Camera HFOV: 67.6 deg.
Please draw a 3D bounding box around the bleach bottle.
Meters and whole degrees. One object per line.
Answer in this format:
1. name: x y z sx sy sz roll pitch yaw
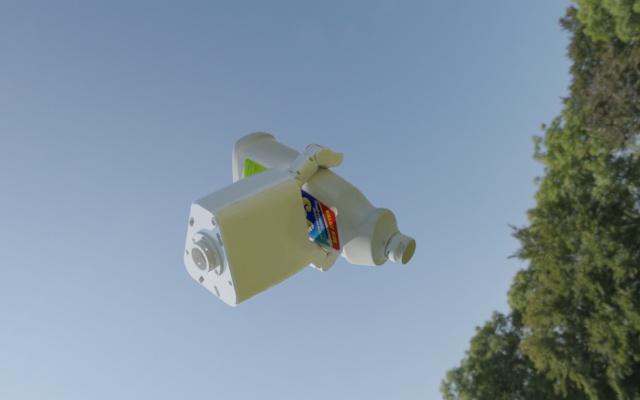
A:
1. bleach bottle: 0.000 0.002 0.566 0.250 0.103 0.068 26 35 34
